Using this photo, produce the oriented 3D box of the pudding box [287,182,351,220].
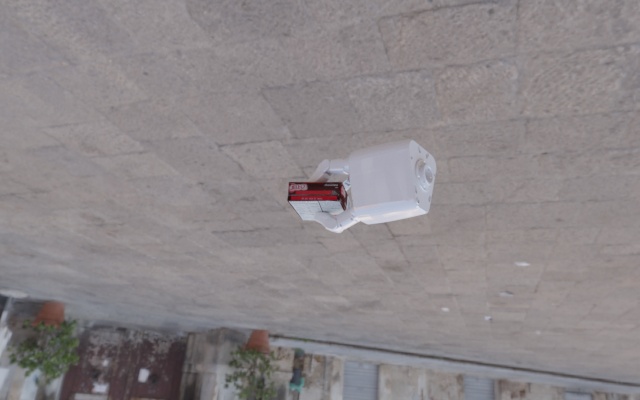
[{"bbox_3d":[0.000,0.003,0.816,0.090,0.039,0.113,1,-21,12],"label":"pudding box"}]
